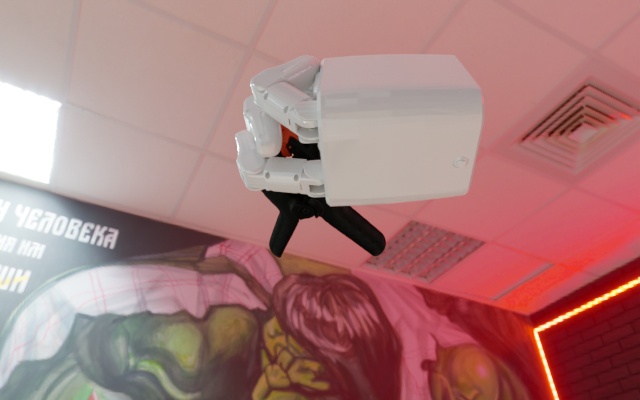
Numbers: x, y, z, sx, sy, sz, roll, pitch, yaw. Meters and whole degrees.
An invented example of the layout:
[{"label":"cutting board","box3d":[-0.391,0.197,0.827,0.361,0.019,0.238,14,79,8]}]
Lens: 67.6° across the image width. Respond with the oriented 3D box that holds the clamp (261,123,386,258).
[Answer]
[{"label":"clamp","box3d":[0.000,0.001,0.437,0.120,0.039,0.172,-1,-39,5]}]
